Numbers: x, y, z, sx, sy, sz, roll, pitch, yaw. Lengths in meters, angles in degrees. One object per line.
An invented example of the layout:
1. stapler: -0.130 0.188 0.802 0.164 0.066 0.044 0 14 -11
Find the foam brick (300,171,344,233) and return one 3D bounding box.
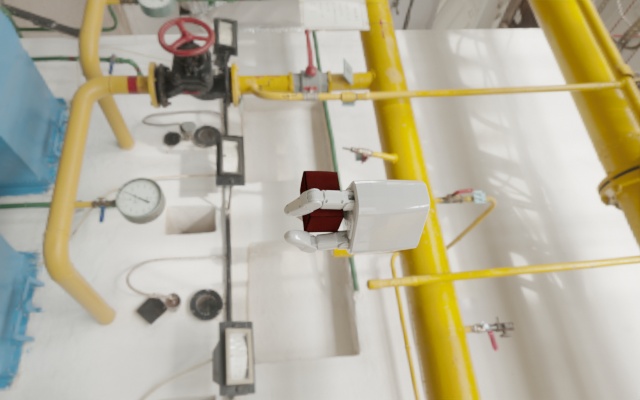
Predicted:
1. foam brick: 0.000 0.002 0.698 0.051 0.078 0.053 -1 -29 -11
